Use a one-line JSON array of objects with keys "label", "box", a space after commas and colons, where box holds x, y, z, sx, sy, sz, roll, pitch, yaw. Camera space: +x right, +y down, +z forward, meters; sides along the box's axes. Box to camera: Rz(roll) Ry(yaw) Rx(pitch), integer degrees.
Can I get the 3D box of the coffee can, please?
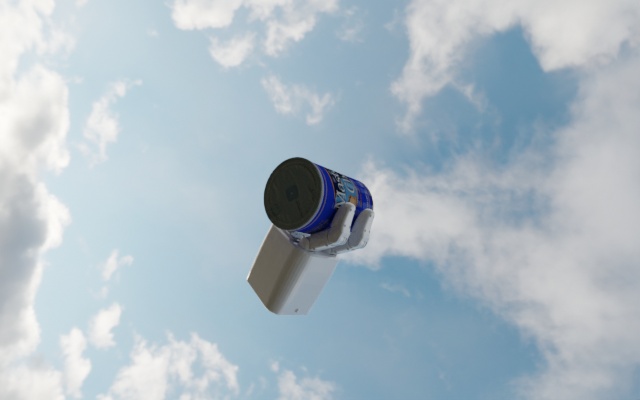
[{"label": "coffee can", "box": [0.000, 0.002, 0.708, 0.103, 0.103, 0.140, 0, -10, 36]}]
